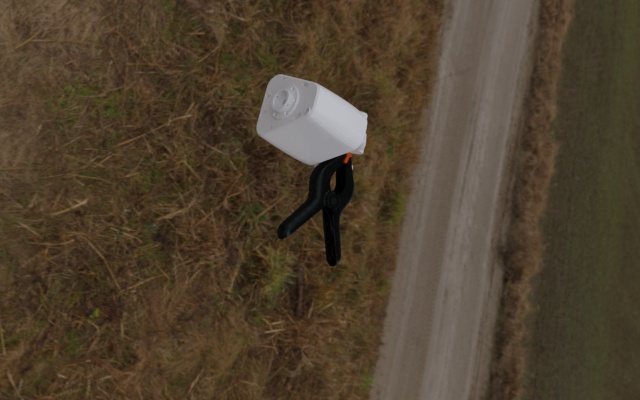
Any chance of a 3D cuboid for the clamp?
[{"bbox_3d":[0.001,0.002,0.702,0.039,0.171,0.120,0,-17,43],"label":"clamp"}]
